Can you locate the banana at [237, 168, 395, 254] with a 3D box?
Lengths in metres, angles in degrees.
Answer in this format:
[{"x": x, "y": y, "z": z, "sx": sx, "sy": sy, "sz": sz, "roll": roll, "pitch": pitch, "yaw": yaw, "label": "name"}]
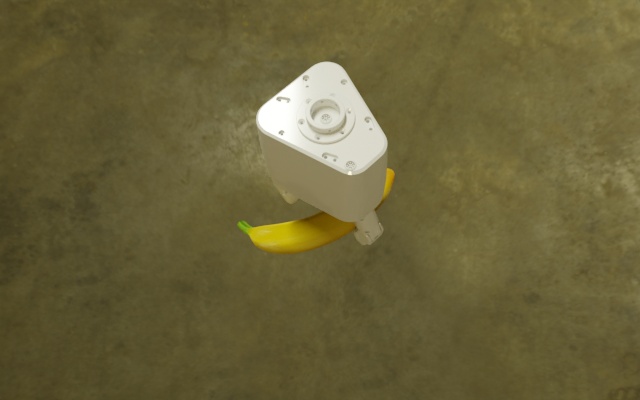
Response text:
[{"x": 0.003, "y": 0.019, "z": 0.552, "sx": 0.198, "sy": 0.069, "sz": 0.037, "roll": -19, "pitch": -27, "yaw": -3, "label": "banana"}]
